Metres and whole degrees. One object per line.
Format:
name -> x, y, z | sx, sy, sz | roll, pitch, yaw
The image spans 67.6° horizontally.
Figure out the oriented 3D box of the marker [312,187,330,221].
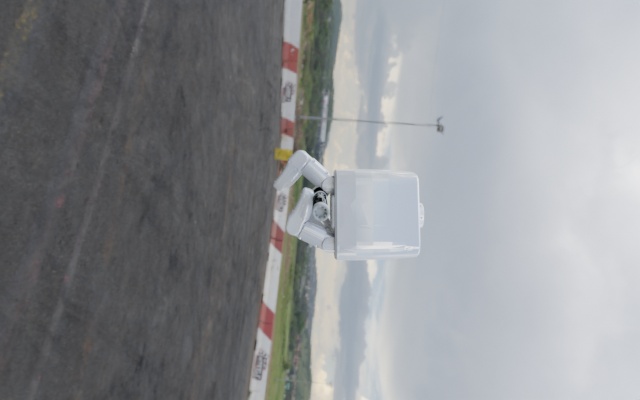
marker -> 0.000, 0.002, 0.563 | 0.020, 0.020, 0.121 | 0, 11, 0
